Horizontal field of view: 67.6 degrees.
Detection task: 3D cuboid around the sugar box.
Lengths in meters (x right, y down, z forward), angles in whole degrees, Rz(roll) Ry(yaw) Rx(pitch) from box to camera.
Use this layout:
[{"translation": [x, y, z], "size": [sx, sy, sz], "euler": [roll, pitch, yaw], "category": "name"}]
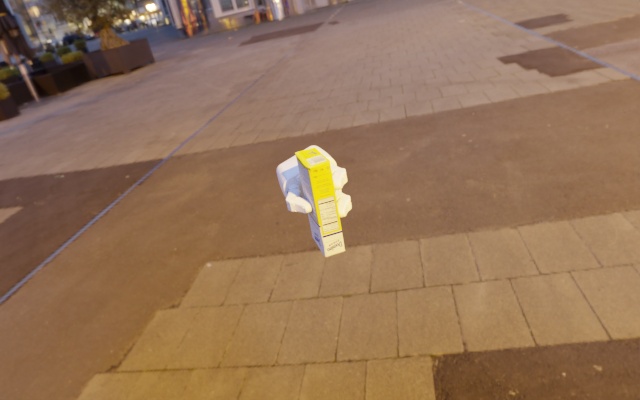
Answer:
[{"translation": [0.001, 0.002, 0.857], "size": [0.048, 0.176, 0.093], "euler": [-18, 25, -10], "category": "sugar box"}]
